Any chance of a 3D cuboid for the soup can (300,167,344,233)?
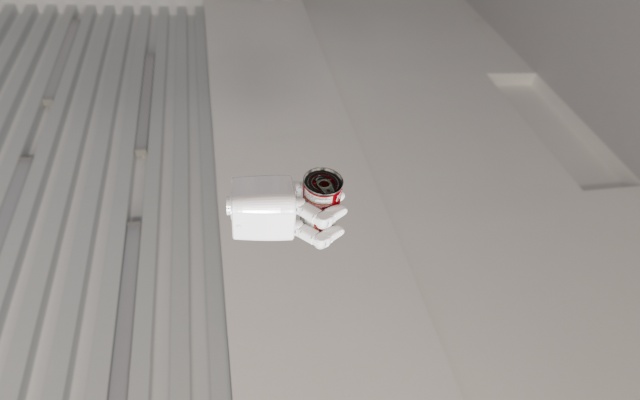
[{"bbox_3d":[0.001,0.003,0.829,0.068,0.102,0.068,4,44,-4],"label":"soup can"}]
